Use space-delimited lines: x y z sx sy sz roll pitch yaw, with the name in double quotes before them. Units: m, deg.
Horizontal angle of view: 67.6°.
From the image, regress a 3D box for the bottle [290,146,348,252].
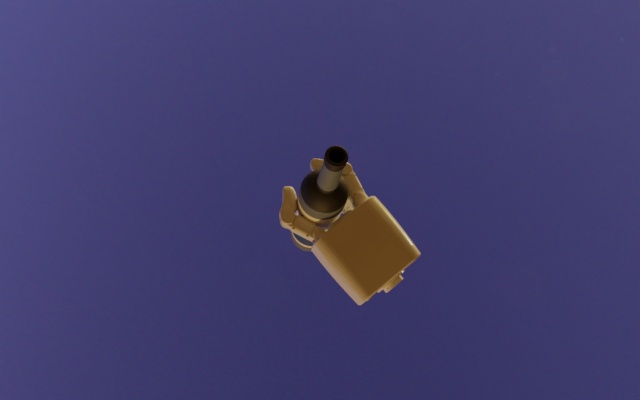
"bottle" 0.000 0.002 0.682 0.069 0.069 0.296 0 -21 -8
